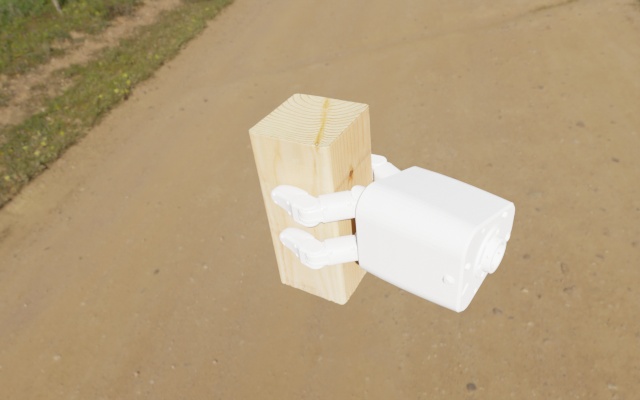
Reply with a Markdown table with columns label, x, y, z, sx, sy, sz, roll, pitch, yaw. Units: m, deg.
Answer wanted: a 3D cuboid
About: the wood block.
| label | x | y | z | sx | sy | sz | roll | pitch | yaw |
| --- | --- | --- | --- | --- | --- | --- | --- | --- | --- |
| wood block | 0.001 | 0.002 | 0.522 | 0.090 | 0.206 | 0.090 | 15 | 42 | 27 |
